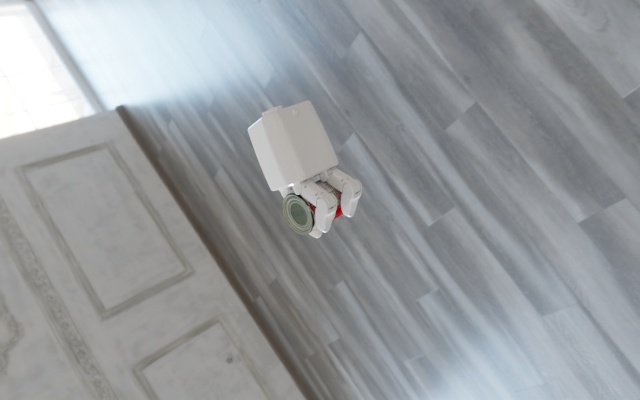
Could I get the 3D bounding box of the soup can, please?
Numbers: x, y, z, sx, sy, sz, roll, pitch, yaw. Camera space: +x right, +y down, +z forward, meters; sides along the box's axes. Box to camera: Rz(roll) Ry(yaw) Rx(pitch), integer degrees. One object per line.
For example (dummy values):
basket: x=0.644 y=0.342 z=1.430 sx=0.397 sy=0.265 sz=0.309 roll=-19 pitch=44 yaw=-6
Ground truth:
soup can: x=0.000 y=0.003 z=0.733 sx=0.102 sy=0.068 sz=0.068 roll=-28 pitch=18 yaw=-39
